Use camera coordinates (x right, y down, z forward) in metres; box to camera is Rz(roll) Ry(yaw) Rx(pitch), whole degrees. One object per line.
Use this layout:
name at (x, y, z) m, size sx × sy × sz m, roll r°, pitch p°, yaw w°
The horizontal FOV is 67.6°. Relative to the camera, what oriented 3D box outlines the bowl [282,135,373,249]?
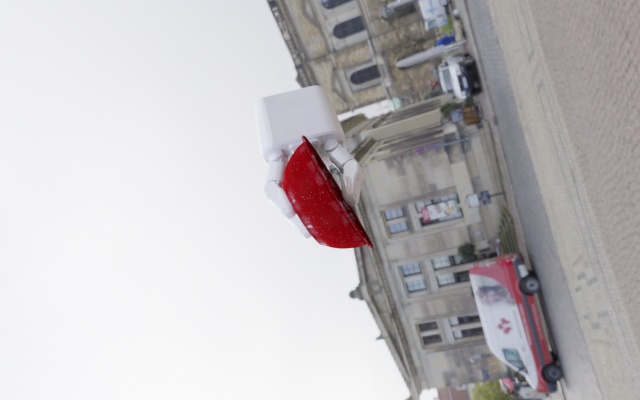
bowl at (0.000, 0.003, 0.587) m, size 0.055 × 0.162 × 0.162 m, roll -32°, pitch -3°, yaw 5°
